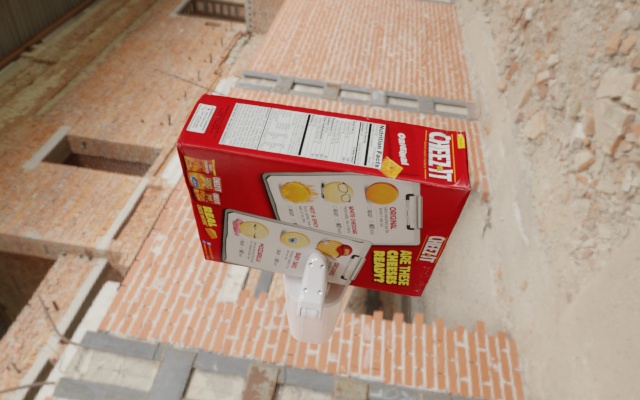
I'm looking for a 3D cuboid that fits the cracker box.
[{"bbox_3d":[0.000,0.001,0.416,0.213,0.072,0.164,9,-38,3],"label":"cracker box"}]
